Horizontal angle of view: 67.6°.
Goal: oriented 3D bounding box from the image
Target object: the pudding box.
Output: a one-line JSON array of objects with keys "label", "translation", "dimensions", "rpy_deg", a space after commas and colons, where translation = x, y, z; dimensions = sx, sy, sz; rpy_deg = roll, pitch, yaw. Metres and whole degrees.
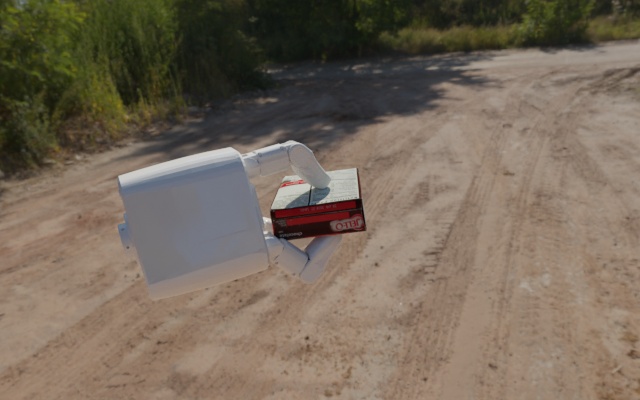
[{"label": "pudding box", "translation": [0.000, 0.001, 0.498], "dimensions": [0.090, 0.039, 0.113], "rpy_deg": [-6, 21, 5]}]
